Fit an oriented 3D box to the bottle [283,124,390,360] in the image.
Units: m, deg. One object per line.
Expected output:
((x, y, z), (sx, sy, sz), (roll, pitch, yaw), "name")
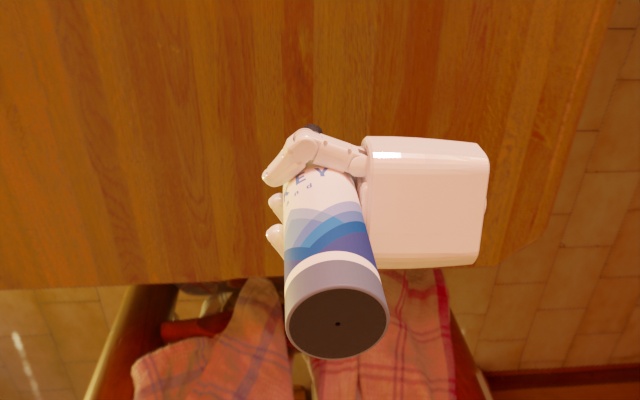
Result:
((0.000, 0.002, 0.425), (0.069, 0.069, 0.295), (0, 32, -5), "bottle")
